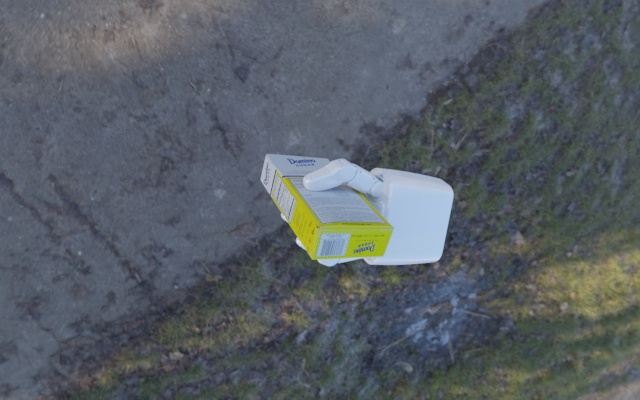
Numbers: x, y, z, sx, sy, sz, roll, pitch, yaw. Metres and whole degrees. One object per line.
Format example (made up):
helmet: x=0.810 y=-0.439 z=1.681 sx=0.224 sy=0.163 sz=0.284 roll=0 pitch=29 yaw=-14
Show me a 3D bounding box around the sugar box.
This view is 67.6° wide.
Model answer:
sugar box: x=0.000 y=0.002 z=0.566 sx=0.093 sy=0.048 sz=0.176 roll=2 pitch=26 yaw=-27
